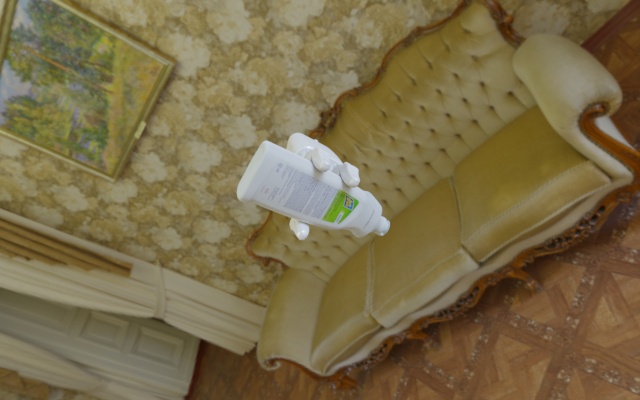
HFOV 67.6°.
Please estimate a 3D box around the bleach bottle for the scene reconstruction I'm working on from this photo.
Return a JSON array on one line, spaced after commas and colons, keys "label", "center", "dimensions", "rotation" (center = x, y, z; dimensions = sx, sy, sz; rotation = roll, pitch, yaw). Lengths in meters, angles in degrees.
[{"label": "bleach bottle", "center": [0.000, 0.002, 0.770], "dimensions": [0.251, 0.102, 0.068], "rotation": [26, 15, -21]}]
